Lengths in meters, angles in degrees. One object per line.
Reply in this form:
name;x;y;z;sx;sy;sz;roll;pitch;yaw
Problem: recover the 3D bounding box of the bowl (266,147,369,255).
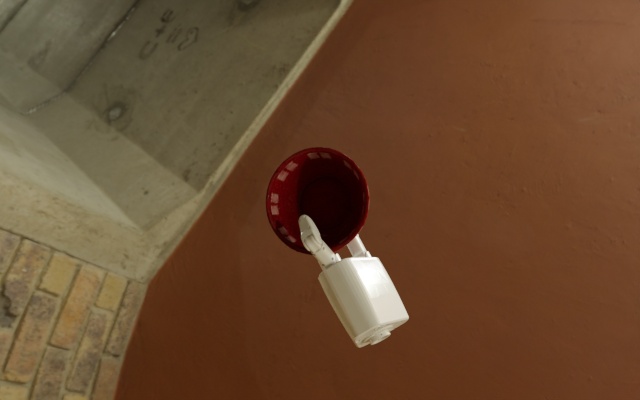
bowl;0.000;0.001;0.734;0.162;0.162;0.055;0;-4;16
